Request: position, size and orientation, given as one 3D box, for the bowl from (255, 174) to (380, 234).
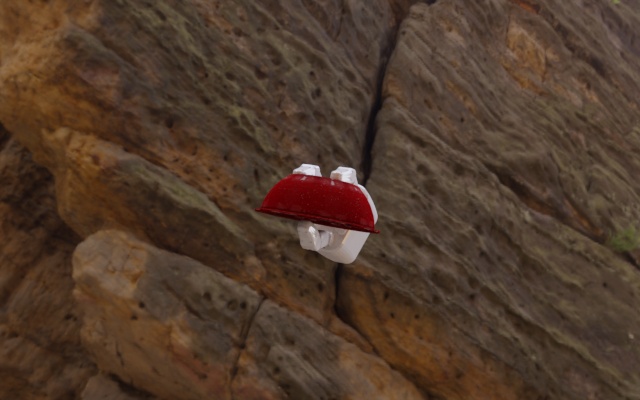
[{"bbox_3d":[0.000,0.001,0.610,0.162,0.055,0.162,10,-4,1],"label":"bowl"}]
